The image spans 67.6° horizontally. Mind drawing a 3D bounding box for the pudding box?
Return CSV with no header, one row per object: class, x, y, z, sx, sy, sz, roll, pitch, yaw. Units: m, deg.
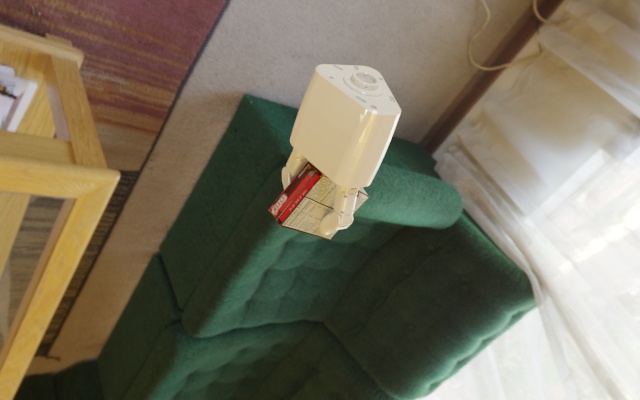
pudding box,0.000,0.002,0.637,0.113,0.090,0.039,22,25,-48
